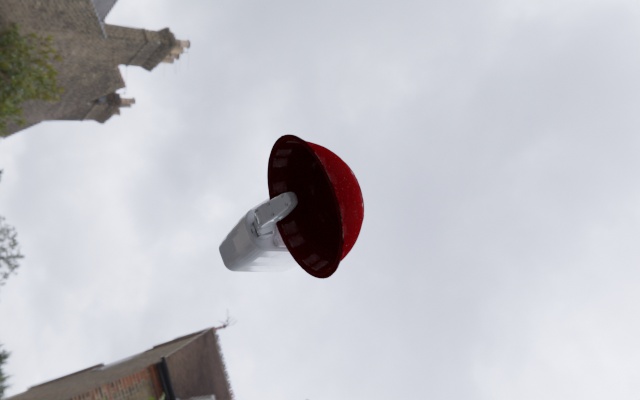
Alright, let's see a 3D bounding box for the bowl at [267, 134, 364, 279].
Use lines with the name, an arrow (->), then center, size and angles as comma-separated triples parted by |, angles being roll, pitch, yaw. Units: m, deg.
bowl -> 0.001, 0.001, 0.530 | 0.055, 0.162, 0.162 | -16, 8, -28
